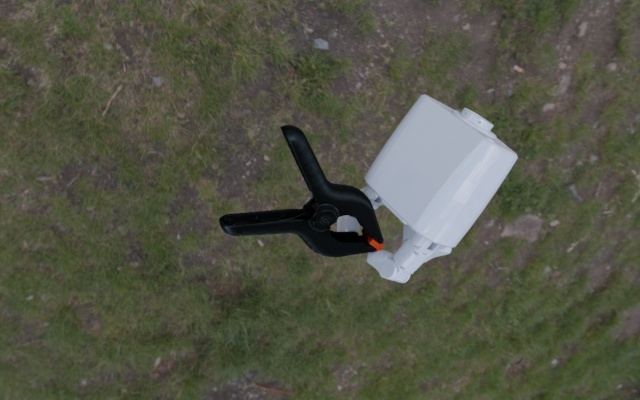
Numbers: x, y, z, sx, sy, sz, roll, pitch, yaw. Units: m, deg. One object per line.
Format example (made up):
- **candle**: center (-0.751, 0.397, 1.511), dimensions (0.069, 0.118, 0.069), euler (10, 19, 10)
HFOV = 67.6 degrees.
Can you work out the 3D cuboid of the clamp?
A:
- **clamp**: center (0.000, 0.002, 0.471), dimensions (0.171, 0.120, 0.039), euler (18, 27, -29)
